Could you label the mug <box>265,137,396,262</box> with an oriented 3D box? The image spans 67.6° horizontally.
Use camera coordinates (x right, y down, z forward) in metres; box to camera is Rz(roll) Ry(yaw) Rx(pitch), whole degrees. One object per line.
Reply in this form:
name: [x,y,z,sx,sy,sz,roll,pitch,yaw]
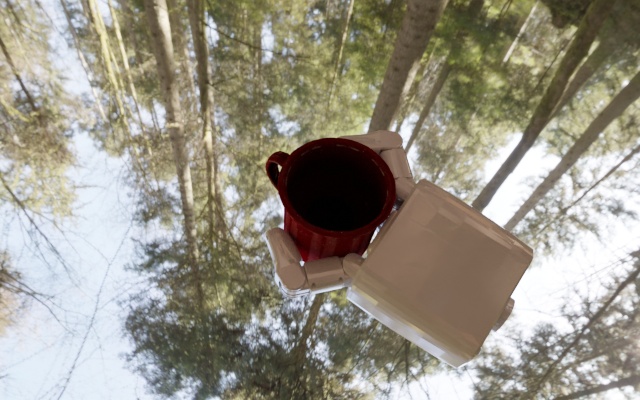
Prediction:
mug: [-0.001,0.001,0.409,0.117,0.093,0.081,33,-28,13]
